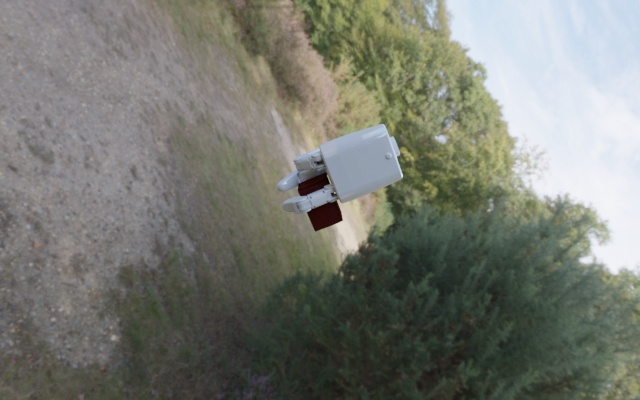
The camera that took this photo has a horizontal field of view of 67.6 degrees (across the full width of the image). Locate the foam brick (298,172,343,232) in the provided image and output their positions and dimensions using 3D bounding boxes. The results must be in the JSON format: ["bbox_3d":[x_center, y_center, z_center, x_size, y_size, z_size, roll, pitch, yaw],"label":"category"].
[{"bbox_3d":[0.000,0.003,0.791,0.051,0.078,0.053,-21,15,4],"label":"foam brick"}]
